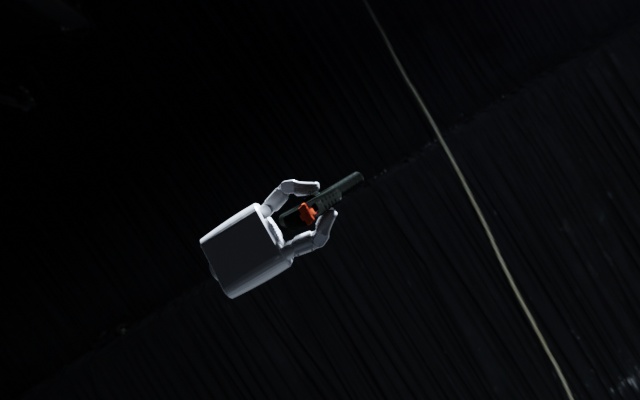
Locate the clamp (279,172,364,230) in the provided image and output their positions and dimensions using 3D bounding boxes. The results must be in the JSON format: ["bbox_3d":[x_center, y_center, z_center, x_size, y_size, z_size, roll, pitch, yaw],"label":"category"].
[{"bbox_3d":[-0.001,0.002,0.737,0.164,0.036,0.210,-31,2,2],"label":"clamp"}]
